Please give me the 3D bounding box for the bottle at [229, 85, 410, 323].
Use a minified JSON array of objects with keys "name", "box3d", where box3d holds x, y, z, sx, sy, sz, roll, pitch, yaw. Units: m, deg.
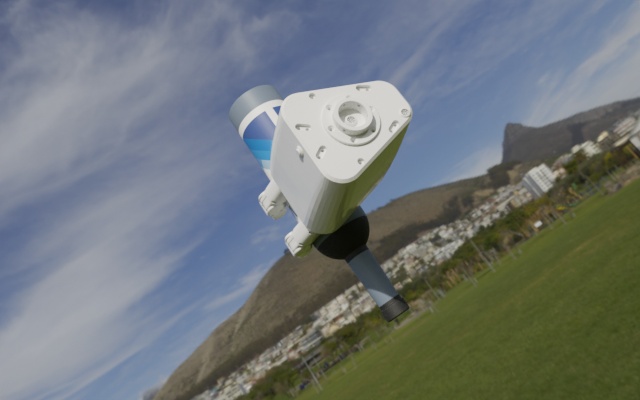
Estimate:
[{"name":"bottle","box3d":[0.000,0.002,0.530,0.069,0.295,0.069,-32,-16,-10]}]
